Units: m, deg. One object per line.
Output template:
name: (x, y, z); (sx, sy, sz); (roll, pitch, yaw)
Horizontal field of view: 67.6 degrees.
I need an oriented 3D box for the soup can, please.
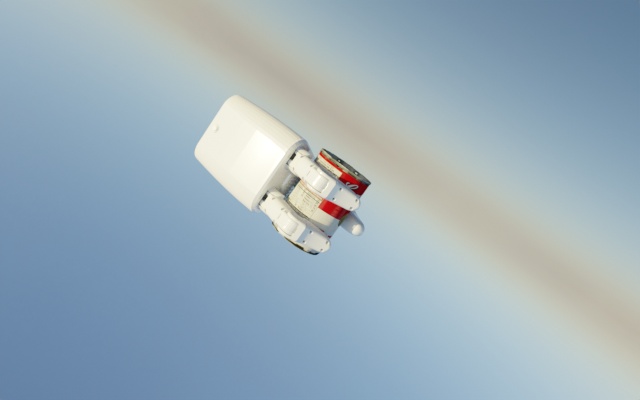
soup can: (0.000, 0.002, 0.538); (0.068, 0.102, 0.068); (35, 9, -6)
